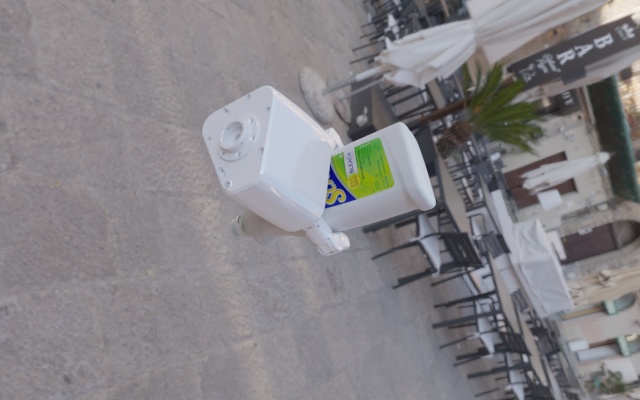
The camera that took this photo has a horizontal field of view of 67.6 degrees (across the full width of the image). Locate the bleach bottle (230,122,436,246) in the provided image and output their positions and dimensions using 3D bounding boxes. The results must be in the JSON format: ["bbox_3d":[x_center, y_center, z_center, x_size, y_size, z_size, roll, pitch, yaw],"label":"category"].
[{"bbox_3d":[0.000,0.002,0.567,0.251,0.102,0.068,-22,-29,22],"label":"bleach bottle"}]
